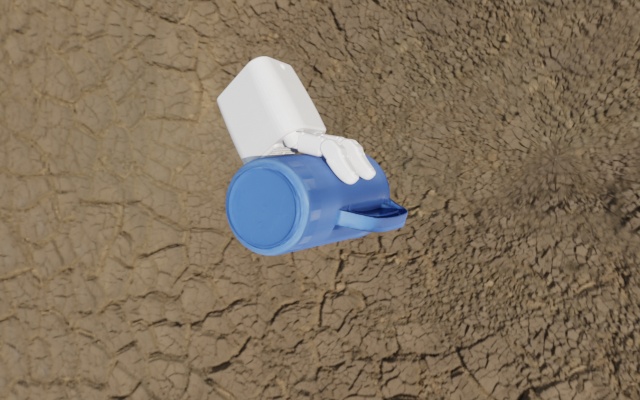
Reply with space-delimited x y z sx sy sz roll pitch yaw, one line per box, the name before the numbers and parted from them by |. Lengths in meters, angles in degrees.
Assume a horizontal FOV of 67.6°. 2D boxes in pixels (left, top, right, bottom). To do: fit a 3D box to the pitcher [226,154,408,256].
pitcher | 0.000 0.002 0.614 0.149 0.145 0.243 -28 -8 25
